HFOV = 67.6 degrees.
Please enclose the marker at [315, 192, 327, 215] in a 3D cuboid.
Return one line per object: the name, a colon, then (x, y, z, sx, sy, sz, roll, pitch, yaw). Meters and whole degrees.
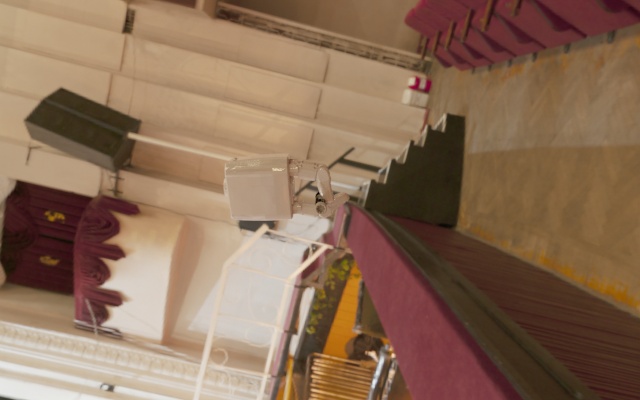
marker: (0.000, 0.003, 0.811, 0.020, 0.020, 0.121, 0, 11, 0)
